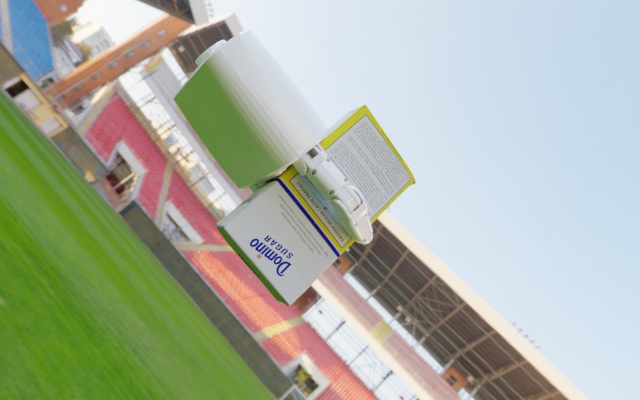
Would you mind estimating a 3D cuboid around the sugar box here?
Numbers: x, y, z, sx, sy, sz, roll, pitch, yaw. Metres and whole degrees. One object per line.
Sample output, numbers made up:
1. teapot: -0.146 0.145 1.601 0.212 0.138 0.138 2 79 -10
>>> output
1. sugar box: 0.000 0.001 0.443 0.176 0.093 0.048 -41 14 -17
